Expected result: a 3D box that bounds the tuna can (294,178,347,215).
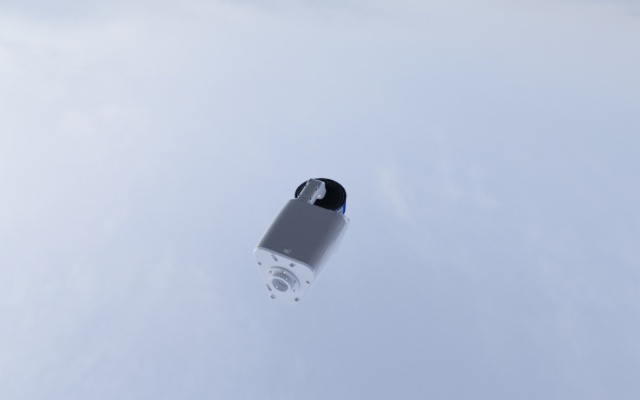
[{"bbox_3d":[0.000,0.003,0.788,0.086,0.034,0.086,0,43,0],"label":"tuna can"}]
